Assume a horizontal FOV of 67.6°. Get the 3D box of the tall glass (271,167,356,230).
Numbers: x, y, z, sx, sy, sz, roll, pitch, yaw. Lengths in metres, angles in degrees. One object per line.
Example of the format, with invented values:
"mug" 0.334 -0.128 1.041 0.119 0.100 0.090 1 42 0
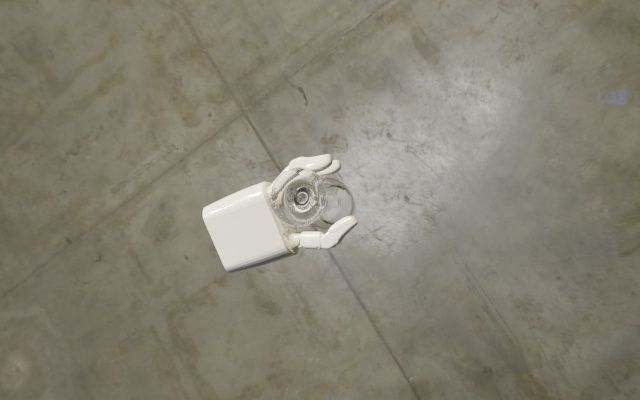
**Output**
"tall glass" 0.000 0.002 0.684 0.079 0.079 0.201 0 -4 17
